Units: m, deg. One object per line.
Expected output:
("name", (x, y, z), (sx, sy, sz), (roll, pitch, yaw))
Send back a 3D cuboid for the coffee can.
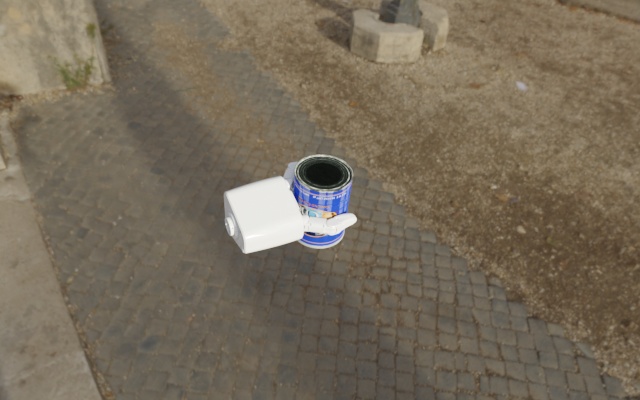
("coffee can", (0.000, 0.003, 0.866), (0.103, 0.140, 0.102), (3, 42, -3))
